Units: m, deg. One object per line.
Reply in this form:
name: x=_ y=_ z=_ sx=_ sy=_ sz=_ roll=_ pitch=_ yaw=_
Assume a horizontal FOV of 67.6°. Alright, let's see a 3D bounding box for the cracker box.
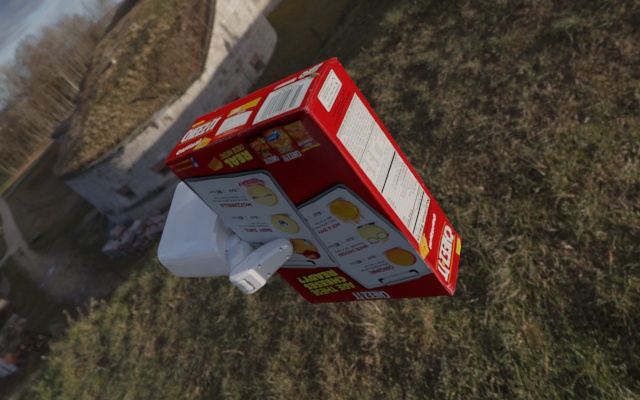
cracker box: x=0.000 y=0.001 z=0.414 sx=0.164 sy=0.072 sz=0.214 roll=-13 pitch=-49 yaw=39
